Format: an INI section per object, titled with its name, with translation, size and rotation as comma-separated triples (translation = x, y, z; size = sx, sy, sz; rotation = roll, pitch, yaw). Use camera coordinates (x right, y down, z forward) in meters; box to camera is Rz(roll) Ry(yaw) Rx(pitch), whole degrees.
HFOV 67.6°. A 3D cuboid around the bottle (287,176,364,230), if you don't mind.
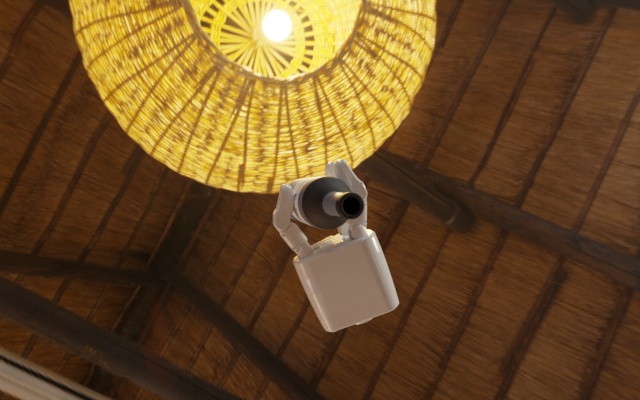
[bottle]
translation = 0.000, 0.002, 0.621
size = 0.069, 0.069, 0.295
rotation = 0, 1, -12
